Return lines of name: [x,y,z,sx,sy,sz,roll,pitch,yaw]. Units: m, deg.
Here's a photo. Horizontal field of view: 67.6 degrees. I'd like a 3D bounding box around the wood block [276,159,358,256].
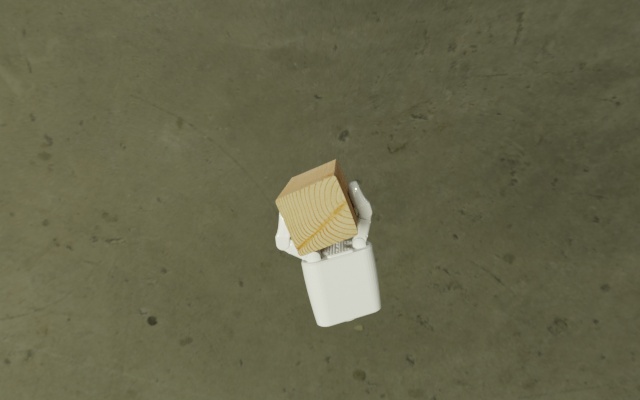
wood block: [0.001,0.003,0.745,0.091,0.090,0.206,-22,9,6]
